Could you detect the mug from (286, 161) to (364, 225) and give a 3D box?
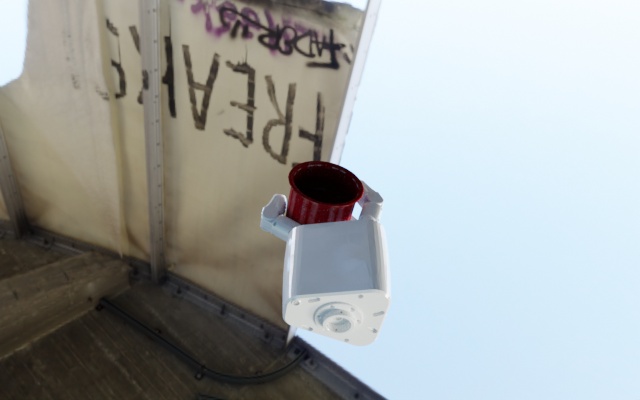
[{"bbox_3d":[0.000,0.001,0.609,0.093,0.082,0.117,10,37,-5],"label":"mug"}]
